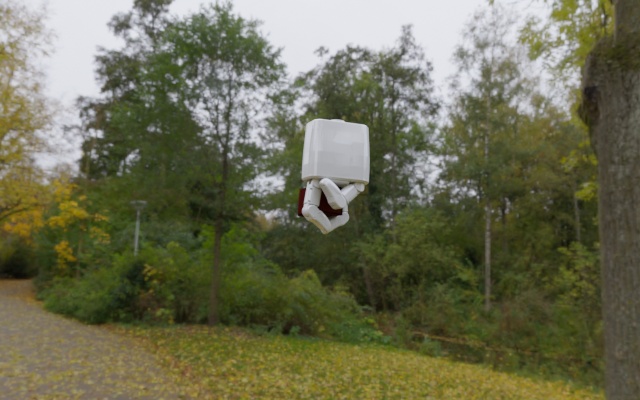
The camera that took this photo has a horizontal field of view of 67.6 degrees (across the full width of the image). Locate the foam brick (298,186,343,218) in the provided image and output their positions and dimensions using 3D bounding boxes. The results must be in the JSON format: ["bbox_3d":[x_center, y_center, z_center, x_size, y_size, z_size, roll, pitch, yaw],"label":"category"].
[{"bbox_3d":[0.000,0.003,0.874,0.053,0.051,0.078,8,-11,-31],"label":"foam brick"}]
